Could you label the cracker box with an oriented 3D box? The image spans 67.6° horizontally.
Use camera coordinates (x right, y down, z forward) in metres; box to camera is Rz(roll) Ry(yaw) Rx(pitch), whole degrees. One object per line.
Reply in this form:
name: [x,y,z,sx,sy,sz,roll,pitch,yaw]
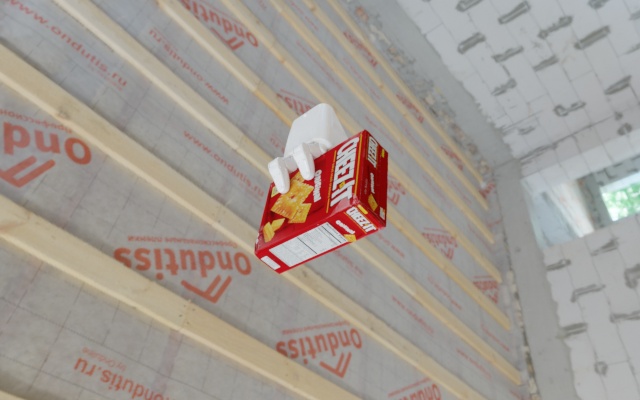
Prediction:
cracker box: [0.000,0.003,0.756,0.214,0.164,0.072,-28,-54,32]
